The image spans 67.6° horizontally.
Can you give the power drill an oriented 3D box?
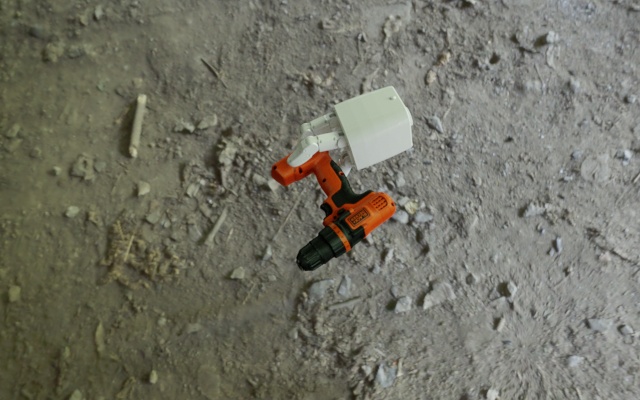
[{"bbox_3d":[0.000,0.002,0.783,0.184,0.187,0.057,-34,-20,-14],"label":"power drill"}]
